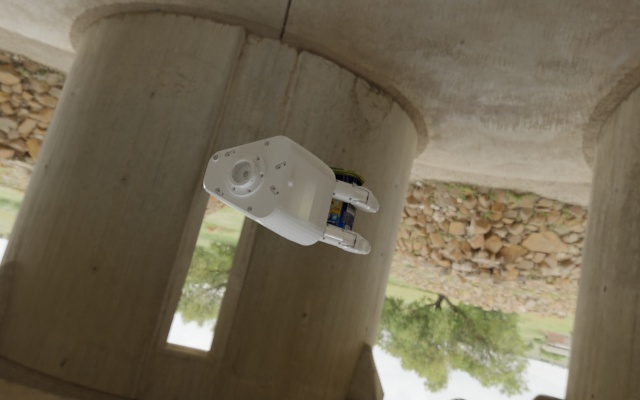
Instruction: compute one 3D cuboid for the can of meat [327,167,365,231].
[{"bbox_3d":[0.000,0.002,0.635,0.102,0.084,0.057,8,-13,24],"label":"can of meat"}]
